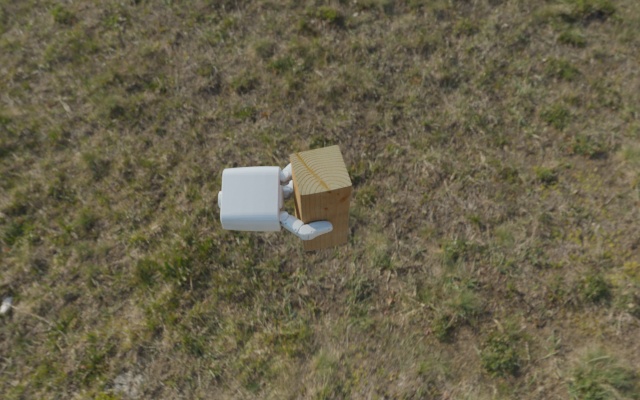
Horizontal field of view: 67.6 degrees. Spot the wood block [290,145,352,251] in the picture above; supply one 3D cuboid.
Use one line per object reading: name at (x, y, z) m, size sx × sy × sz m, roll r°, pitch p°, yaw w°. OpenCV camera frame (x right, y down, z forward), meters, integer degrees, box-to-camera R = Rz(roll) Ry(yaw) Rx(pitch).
wood block at (0.000, 0.003, 0.891) m, size 0.090 × 0.090 × 0.206 m, roll -12°, pitch -31°, yaw -7°
